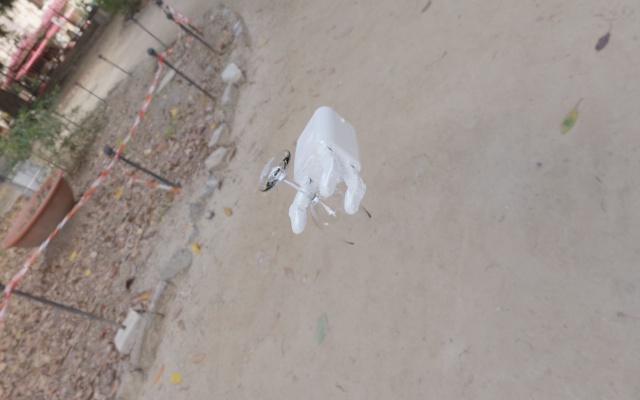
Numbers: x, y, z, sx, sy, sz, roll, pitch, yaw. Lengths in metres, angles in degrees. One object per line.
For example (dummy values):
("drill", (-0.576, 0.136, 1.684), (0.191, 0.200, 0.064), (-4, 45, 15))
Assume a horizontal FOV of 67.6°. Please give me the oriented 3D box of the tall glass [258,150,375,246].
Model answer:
("tall glass", (0.000, 0.002, 0.771), (0.201, 0.079, 0.079), (35, -20, -31))
